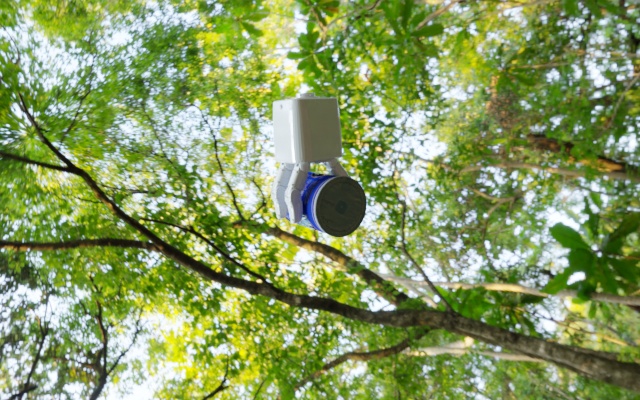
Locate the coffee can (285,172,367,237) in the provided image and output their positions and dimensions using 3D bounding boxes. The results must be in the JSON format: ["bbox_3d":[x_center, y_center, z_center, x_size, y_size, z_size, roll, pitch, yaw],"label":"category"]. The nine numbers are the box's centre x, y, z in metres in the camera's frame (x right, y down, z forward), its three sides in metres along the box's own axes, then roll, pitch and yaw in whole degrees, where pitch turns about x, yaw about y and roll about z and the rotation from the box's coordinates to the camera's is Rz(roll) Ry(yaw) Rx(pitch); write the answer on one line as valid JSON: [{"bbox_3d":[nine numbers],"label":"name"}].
[{"bbox_3d":[0.000,0.003,0.848,0.103,0.103,0.140,0,7,-31],"label":"coffee can"}]
